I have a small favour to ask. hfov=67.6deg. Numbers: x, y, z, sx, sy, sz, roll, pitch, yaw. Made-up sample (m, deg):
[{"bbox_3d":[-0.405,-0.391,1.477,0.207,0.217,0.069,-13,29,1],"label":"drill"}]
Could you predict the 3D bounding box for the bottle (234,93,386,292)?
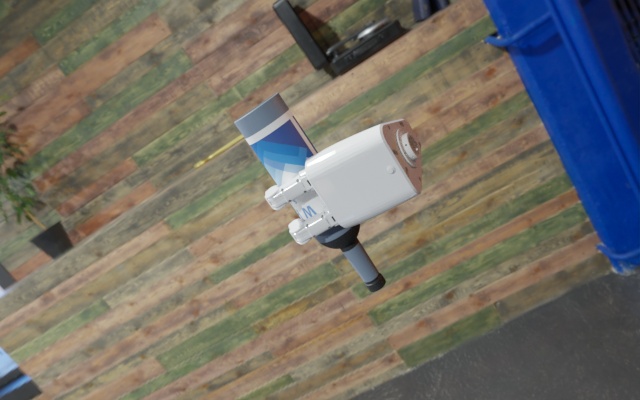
[{"bbox_3d":[0.000,0.002,0.629,0.069,0.296,0.069,-32,15,10],"label":"bottle"}]
